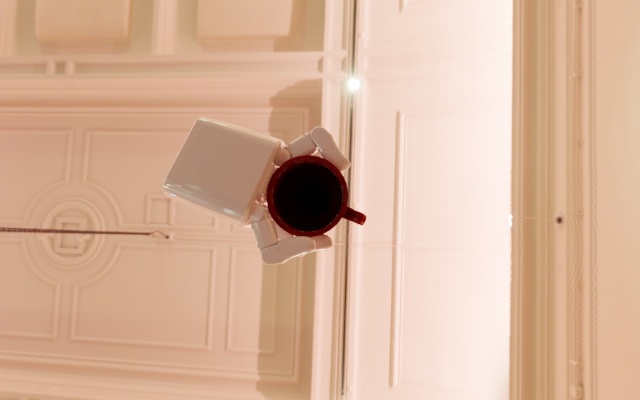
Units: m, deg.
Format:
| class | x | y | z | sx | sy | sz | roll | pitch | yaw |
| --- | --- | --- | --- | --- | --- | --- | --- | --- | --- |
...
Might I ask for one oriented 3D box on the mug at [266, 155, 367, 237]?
| class | x | y | z | sx | sy | sz | roll | pitch | yaw |
| --- | --- | --- | --- | --- | --- | --- | --- | --- | --- |
| mug | 0.001 | 0.002 | 0.573 | 0.117 | 0.093 | 0.081 | 20 | -2 | 7 |
